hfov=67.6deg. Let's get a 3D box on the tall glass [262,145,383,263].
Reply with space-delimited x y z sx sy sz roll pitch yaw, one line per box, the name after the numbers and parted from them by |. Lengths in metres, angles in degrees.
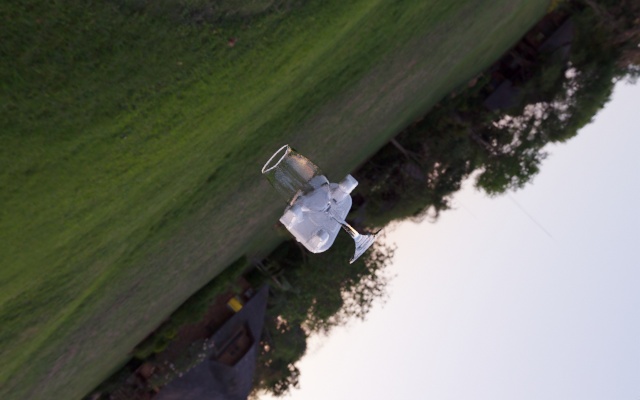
0.001 0.003 0.753 0.201 0.079 0.079 44 3 3 | tall glass
